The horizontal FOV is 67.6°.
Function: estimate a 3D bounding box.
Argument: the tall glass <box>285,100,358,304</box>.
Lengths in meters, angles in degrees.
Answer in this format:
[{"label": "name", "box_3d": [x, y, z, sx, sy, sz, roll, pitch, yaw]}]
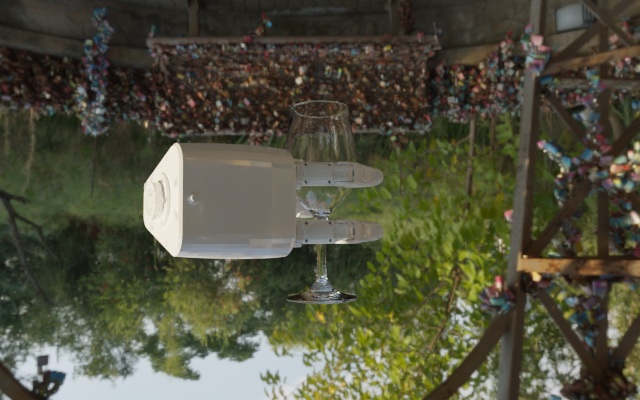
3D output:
[{"label": "tall glass", "box_3d": [0.000, 0.002, 0.499, 0.079, 0.201, 0.079, 0, -4, 0]}]
